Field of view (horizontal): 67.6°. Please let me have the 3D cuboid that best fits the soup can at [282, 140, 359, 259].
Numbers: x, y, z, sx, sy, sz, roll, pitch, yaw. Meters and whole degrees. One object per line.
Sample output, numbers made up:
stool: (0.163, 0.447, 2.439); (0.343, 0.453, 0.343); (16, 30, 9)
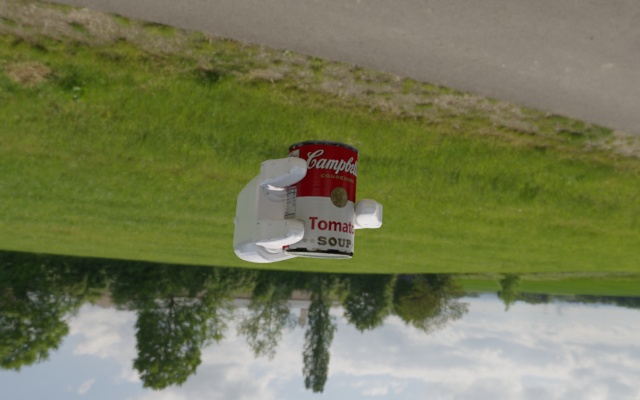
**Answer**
soup can: (0.000, 0.002, 0.452); (0.068, 0.102, 0.068); (3, -10, 1)
